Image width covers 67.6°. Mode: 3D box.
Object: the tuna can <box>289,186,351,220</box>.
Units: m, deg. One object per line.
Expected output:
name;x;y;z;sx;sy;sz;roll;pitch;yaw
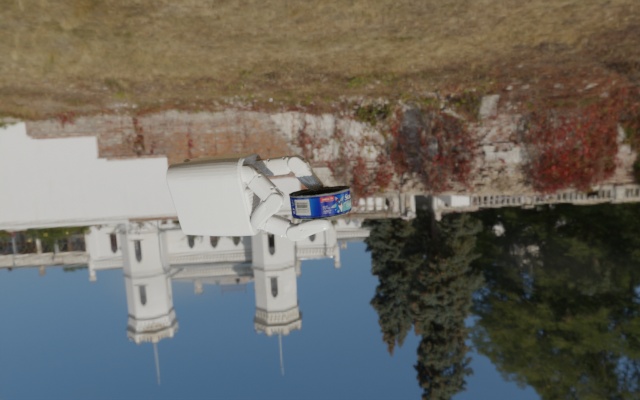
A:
tuna can;0.000;0.003;0.667;0.086;0.034;0.086;-7;8;1
